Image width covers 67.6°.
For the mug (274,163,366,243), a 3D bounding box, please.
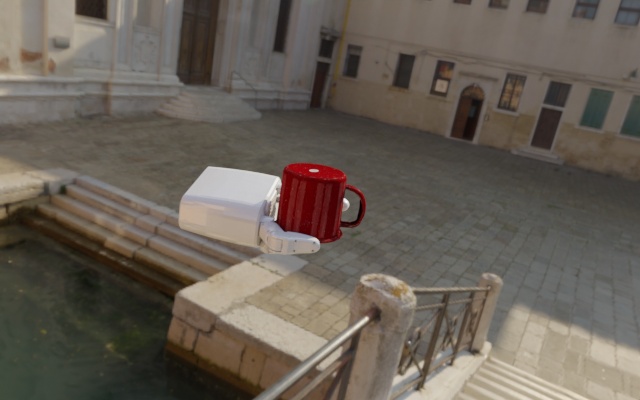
[{"bbox_3d":[0.002,0.002,0.611,0.117,0.081,0.093,10,17,4],"label":"mug"}]
